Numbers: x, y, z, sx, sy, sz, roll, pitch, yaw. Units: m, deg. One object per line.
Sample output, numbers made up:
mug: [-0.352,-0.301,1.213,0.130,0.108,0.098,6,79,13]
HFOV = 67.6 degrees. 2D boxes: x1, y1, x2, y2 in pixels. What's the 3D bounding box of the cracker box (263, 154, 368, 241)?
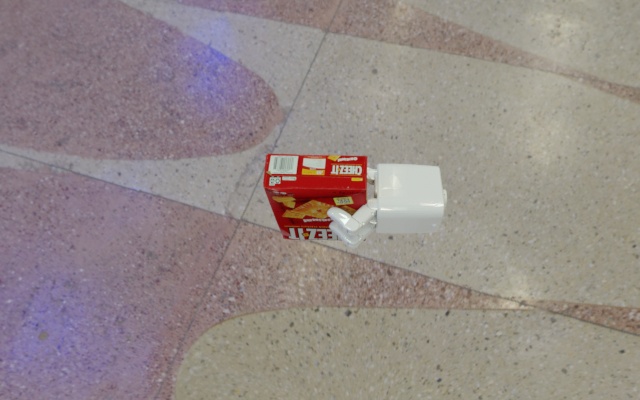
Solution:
cracker box: [0.000,0.002,0.833,0.164,0.072,0.214,2,-27,6]
